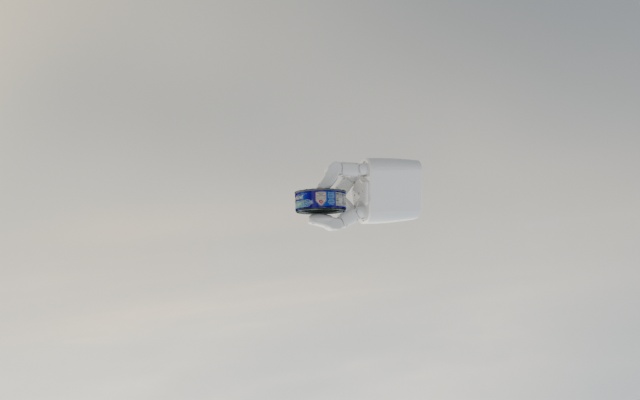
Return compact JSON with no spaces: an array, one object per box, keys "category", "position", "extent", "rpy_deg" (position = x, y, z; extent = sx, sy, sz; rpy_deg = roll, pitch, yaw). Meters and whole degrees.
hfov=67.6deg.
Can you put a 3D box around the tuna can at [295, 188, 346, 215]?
[{"category":"tuna can","position":[0.000,0.003,0.787],"extent":[0.086,0.033,0.086],"rpy_deg":[-1,-8,0]}]
